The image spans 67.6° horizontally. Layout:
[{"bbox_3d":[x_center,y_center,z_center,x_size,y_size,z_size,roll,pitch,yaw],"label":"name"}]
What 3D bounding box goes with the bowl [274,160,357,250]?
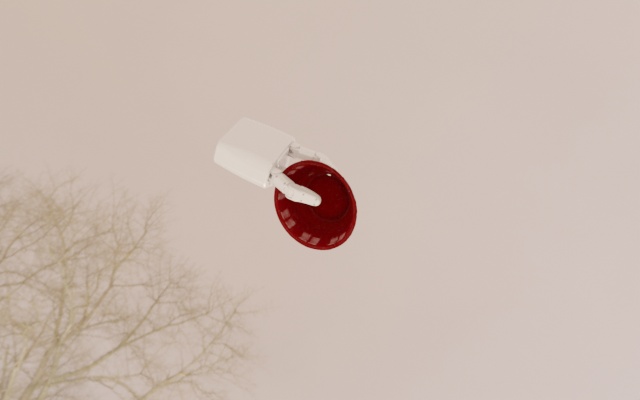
[{"bbox_3d":[0.001,0.004,0.835,0.162,0.162,0.055,0,17,30],"label":"bowl"}]
